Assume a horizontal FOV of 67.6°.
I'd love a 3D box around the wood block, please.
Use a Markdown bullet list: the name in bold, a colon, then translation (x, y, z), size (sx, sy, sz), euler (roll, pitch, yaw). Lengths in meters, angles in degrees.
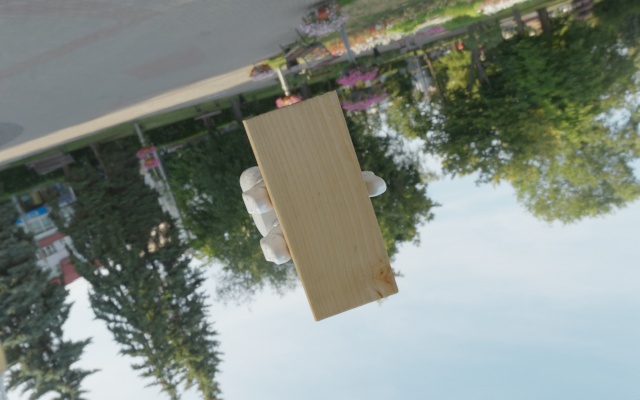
- **wood block**: translation (0.000, 0.002, 0.489), size (0.091, 0.206, 0.090), euler (-19, 12, -2)
